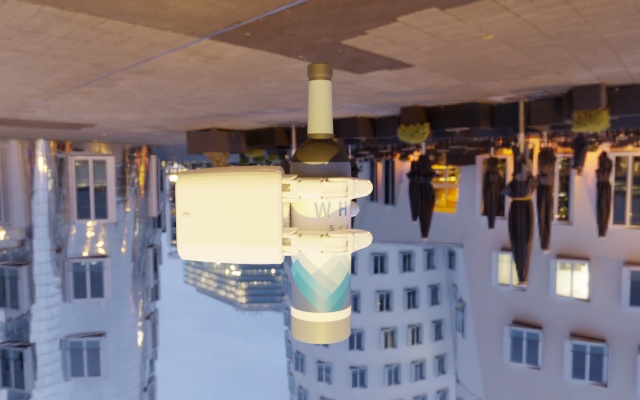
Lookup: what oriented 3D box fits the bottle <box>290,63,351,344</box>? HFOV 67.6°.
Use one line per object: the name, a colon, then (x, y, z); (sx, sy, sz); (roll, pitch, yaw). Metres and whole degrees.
bottle: (0.000, 0.002, 0.523); (0.069, 0.296, 0.069); (0, 4, 0)
